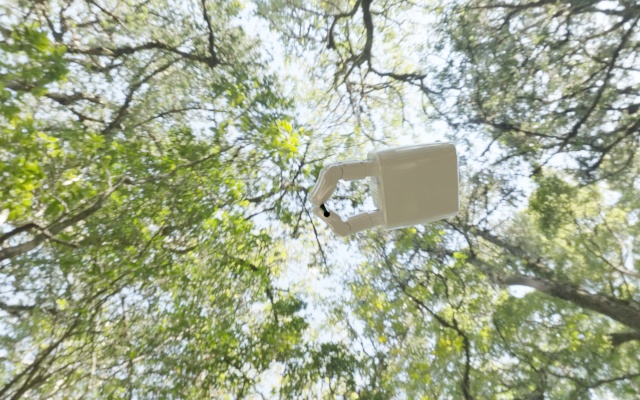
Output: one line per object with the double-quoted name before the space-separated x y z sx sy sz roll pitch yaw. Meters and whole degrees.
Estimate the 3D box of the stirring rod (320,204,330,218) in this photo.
"stirring rod" 0.000 0.002 0.673 0.011 0.011 0.239 0 7 -3
